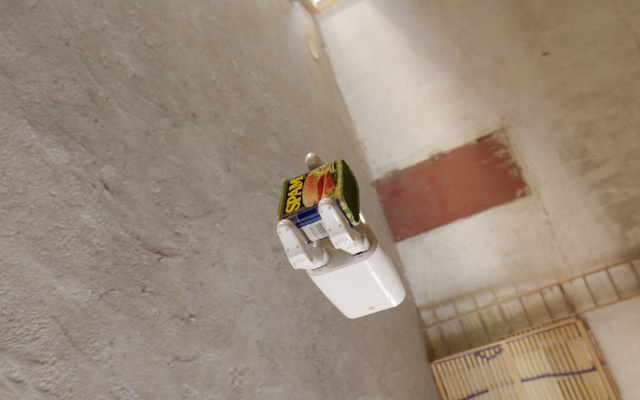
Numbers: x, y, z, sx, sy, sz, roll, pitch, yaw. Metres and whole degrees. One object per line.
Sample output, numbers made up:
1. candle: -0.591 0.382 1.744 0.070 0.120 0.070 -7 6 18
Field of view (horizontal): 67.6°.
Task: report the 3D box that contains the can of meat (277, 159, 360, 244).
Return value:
1. can of meat: 0.000 0.002 0.584 0.084 0.057 0.102 -22 33 18
